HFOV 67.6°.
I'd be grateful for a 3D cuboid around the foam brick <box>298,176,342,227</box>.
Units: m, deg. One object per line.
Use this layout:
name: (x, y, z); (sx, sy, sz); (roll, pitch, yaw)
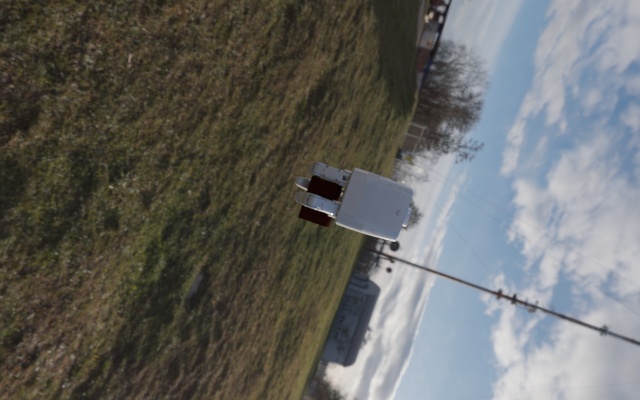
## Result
foam brick: (0.000, 0.003, 0.823); (0.051, 0.078, 0.053); (19, -1, 7)
